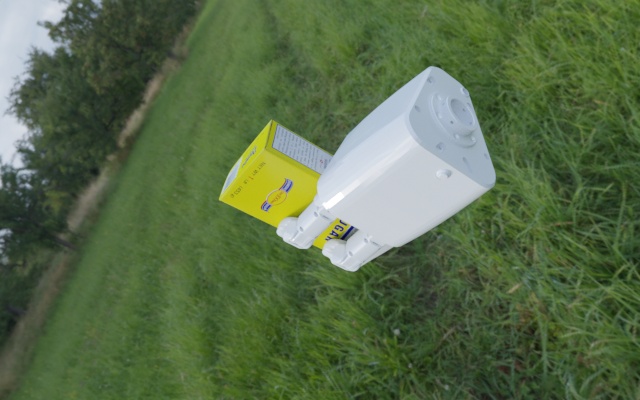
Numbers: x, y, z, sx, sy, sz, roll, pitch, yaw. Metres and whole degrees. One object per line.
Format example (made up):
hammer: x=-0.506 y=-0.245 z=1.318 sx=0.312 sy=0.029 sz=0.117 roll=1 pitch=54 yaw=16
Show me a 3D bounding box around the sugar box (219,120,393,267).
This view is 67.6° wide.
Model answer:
sugar box: x=0.000 y=0.002 z=0.476 sx=0.176 sy=0.048 sz=0.093 roll=29 pitch=-44 yaw=-21
